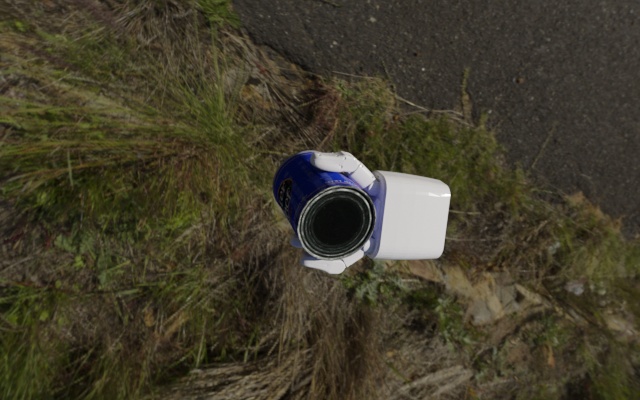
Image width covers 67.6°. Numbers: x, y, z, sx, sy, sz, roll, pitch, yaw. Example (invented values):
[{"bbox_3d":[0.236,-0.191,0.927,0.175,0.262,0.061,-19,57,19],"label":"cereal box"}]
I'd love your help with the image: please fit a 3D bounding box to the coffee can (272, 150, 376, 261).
[{"bbox_3d":[0.000,0.002,0.641,0.103,0.103,0.140,0,23,-19],"label":"coffee can"}]
